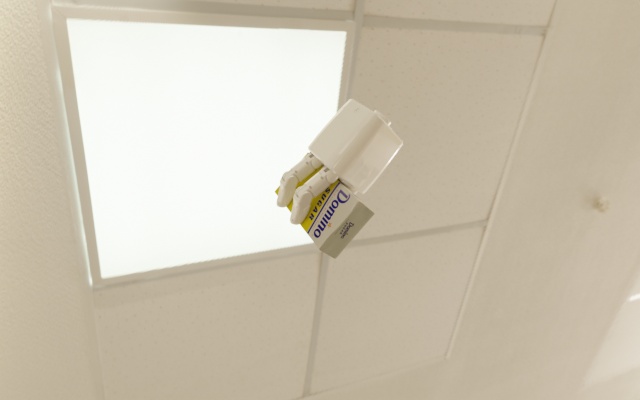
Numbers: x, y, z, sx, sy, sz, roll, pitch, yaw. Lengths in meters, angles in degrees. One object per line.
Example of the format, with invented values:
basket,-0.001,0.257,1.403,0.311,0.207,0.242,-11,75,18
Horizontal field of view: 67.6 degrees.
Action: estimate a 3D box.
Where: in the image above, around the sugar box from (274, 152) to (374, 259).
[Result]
sugar box,0.000,0.002,0.752,0.048,0.093,0.176,35,7,-38
